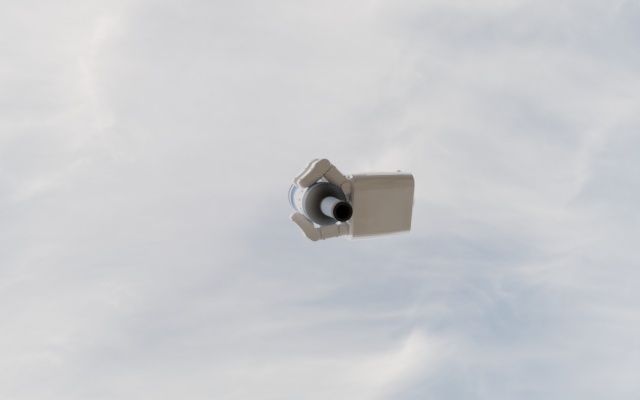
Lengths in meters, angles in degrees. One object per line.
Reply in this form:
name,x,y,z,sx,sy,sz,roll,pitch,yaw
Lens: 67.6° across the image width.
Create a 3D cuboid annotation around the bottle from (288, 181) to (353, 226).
bottle,0.000,0.003,0.762,0.069,0.069,0.295,0,5,-11
